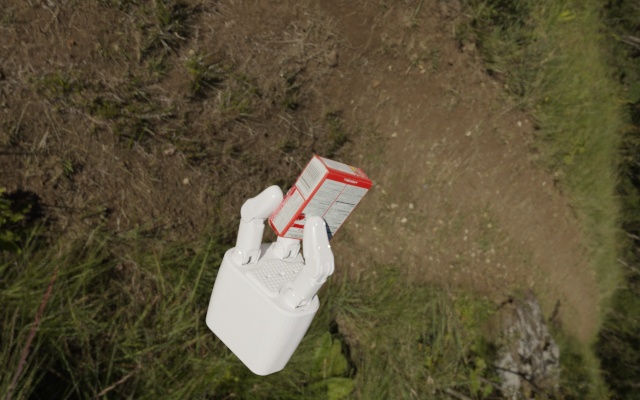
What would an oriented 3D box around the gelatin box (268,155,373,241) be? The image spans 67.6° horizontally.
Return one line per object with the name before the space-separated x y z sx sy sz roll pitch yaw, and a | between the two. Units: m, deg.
gelatin box | 0.000 0.002 0.488 0.073 0.089 0.030 12 33 -47
